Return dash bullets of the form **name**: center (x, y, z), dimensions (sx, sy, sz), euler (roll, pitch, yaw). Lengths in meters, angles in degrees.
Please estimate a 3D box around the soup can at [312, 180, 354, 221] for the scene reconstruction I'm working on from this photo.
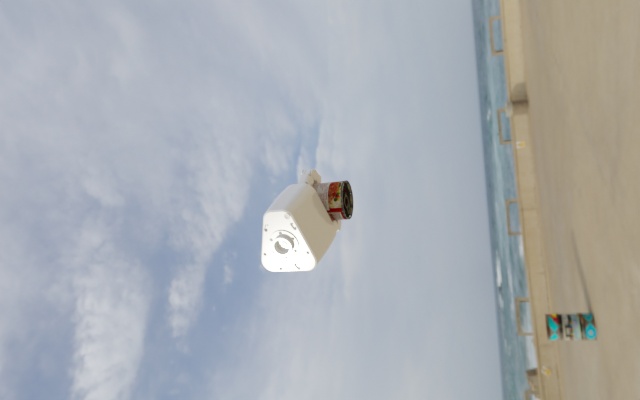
- **soup can**: center (0.000, 0.002, 0.838), dimensions (0.102, 0.068, 0.068), euler (-4, -2, 19)
